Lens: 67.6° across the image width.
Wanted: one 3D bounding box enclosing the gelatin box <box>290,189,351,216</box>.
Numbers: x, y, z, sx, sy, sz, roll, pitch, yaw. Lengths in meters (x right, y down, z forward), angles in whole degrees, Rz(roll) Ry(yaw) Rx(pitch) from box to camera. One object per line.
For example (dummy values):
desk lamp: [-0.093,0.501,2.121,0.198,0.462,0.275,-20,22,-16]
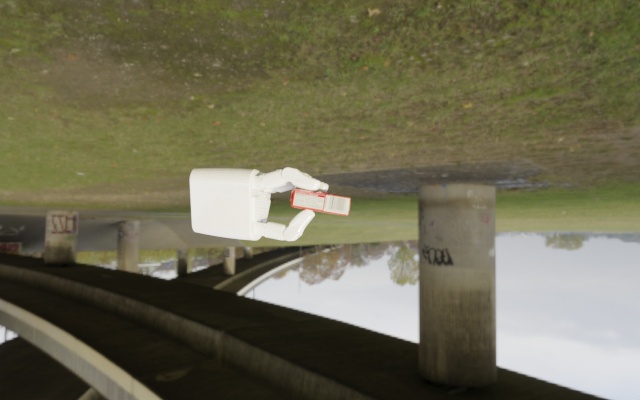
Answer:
gelatin box: [0.000,0.003,0.740,0.089,0.030,0.073,9,-1,1]
